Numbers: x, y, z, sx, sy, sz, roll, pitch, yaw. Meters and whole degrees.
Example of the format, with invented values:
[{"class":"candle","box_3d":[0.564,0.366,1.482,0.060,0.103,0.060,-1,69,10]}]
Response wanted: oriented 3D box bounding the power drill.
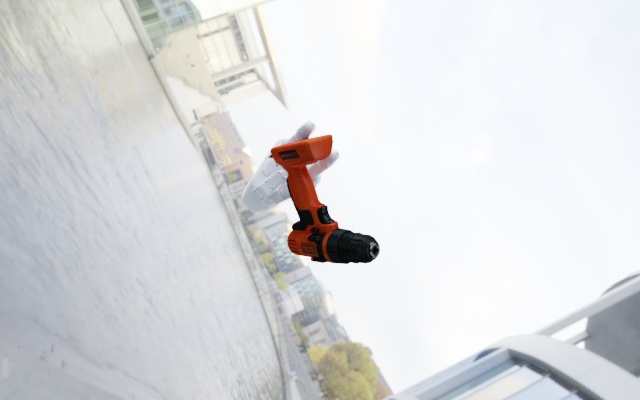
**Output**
[{"class":"power drill","box_3d":[0.000,0.002,0.697,0.057,0.188,0.184,-20,13,-39]}]
